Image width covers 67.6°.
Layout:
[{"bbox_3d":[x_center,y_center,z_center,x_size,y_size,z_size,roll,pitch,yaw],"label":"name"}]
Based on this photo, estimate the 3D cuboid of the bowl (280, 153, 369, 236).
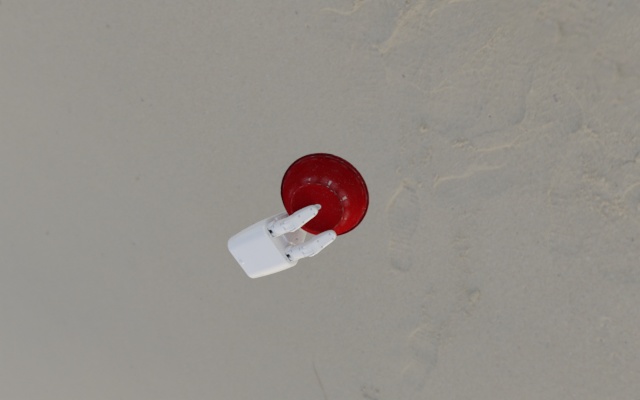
[{"bbox_3d":[0.001,0.002,0.820,0.162,0.162,0.055,0,24,15],"label":"bowl"}]
